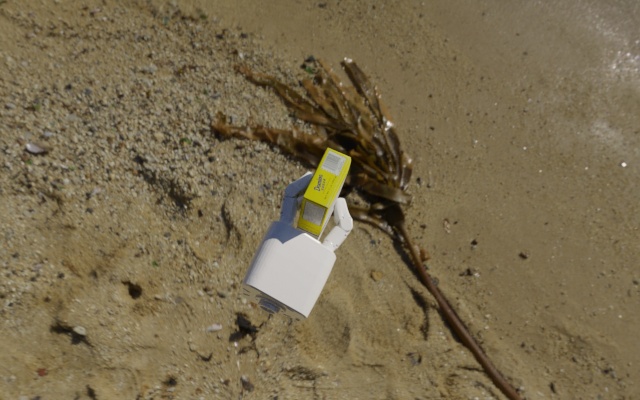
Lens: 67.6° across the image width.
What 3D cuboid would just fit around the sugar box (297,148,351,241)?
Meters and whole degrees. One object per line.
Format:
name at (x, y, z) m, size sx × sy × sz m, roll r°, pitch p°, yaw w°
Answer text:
sugar box at (0.000, 0.002, 0.755) m, size 0.048 × 0.093 × 0.176 m, roll 25°, pitch -26°, yaw 2°
